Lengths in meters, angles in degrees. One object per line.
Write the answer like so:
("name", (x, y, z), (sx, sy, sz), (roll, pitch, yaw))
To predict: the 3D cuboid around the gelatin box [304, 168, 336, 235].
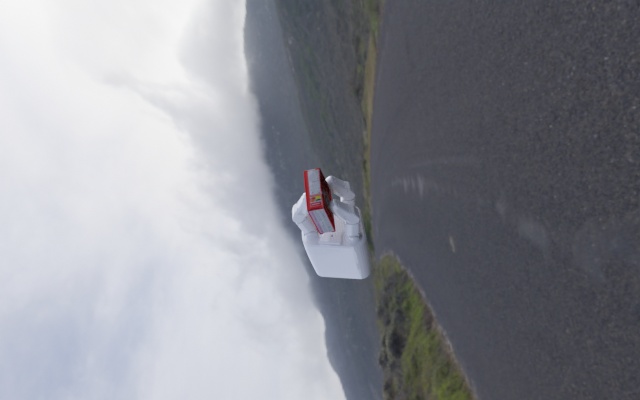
("gelatin box", (0.000, 0.002, 0.762), (0.030, 0.073, 0.089), (-11, -31, 10))
